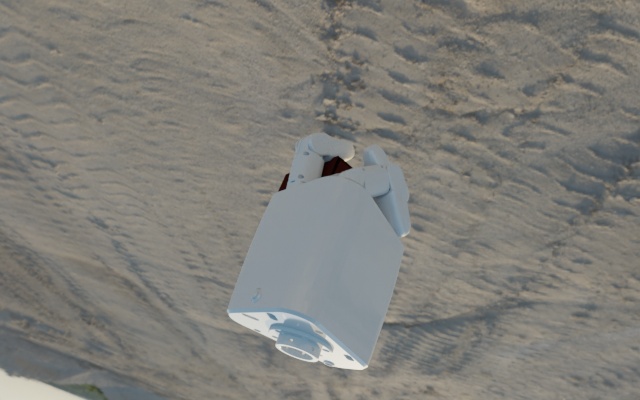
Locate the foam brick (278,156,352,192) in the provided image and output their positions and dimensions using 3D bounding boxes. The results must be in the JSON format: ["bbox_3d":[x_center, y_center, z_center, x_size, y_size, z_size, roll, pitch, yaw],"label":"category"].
[{"bbox_3d":[0.000,0.001,0.441,0.053,0.051,0.078,38,-33,-29],"label":"foam brick"}]
